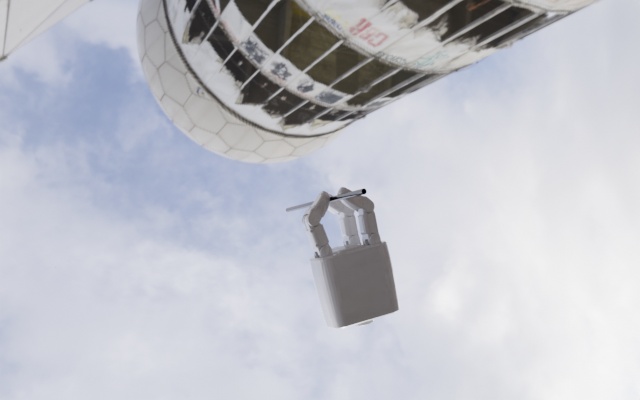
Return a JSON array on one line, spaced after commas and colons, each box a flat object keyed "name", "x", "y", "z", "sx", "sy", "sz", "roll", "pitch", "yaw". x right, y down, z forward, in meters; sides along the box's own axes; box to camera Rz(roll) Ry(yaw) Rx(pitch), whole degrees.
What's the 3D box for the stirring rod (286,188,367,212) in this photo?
[{"name": "stirring rod", "x": 0.000, "y": 0.002, "z": 0.739, "sx": 0.011, "sy": 0.011, "sz": 0.239, "roll": 0, "pitch": -7, "yaw": -29}]
